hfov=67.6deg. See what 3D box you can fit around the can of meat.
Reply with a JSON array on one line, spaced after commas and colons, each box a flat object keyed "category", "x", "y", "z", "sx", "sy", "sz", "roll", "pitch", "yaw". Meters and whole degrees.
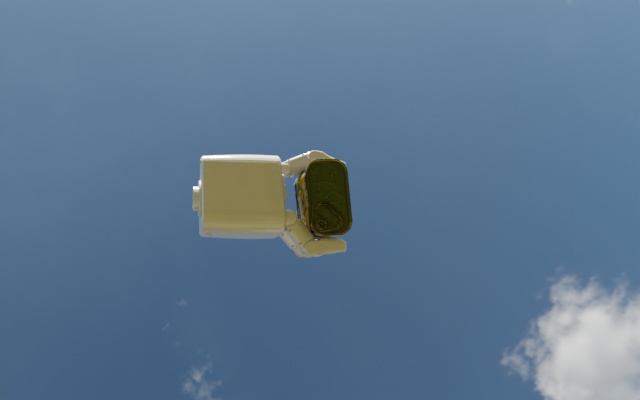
[{"category": "can of meat", "x": 0.000, "y": 0.002, "z": 0.656, "sx": 0.057, "sy": 0.102, "sz": 0.084, "roll": -3, "pitch": -9, "yaw": -17}]
